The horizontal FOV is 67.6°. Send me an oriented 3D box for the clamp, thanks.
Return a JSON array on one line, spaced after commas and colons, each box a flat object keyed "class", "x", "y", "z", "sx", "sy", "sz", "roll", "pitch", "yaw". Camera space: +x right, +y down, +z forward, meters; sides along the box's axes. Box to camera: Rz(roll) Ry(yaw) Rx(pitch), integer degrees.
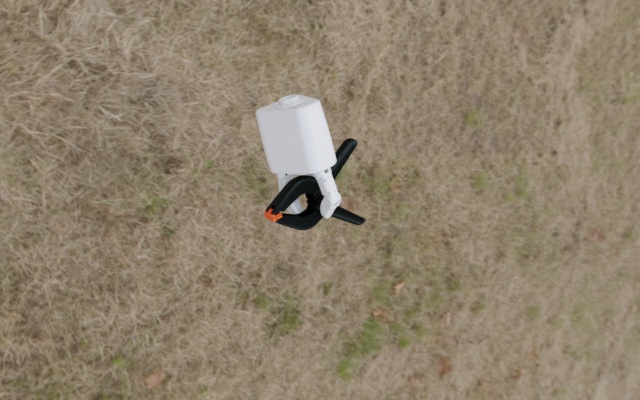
[{"class": "clamp", "x": 0.000, "y": 0.003, "z": 0.827, "sx": 0.210, "sy": 0.165, "sz": 0.036, "roll": -29, "pitch": 27, "yaw": -31}]
